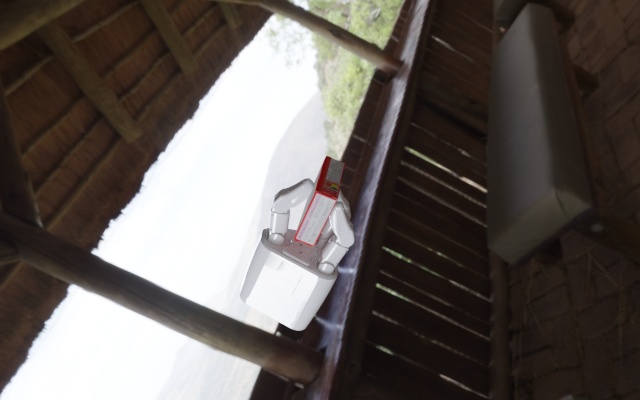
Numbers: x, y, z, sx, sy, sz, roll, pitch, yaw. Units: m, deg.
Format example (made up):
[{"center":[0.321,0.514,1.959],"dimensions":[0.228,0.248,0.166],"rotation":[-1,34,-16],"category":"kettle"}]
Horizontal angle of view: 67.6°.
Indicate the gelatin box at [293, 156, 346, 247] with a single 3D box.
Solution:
[{"center":[0.000,0.002,0.585],"dimensions":[0.030,0.089,0.073],"rotation":[21,40,-4],"category":"gelatin box"}]
